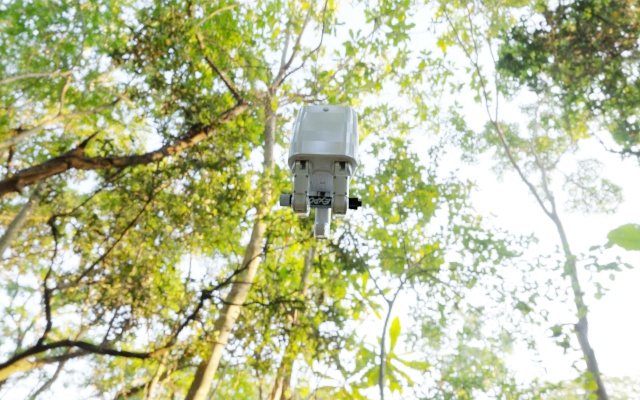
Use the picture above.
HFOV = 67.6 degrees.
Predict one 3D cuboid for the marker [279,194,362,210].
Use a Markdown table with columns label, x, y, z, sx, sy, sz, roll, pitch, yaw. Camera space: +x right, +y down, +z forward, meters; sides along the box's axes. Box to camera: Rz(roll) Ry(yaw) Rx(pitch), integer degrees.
| label | x | y | z | sx | sy | sz | roll | pitch | yaw |
| --- | --- | --- | --- | --- | --- | --- | --- | --- | --- |
| marker | 0.000 | 0.002 | 0.701 | 0.121 | 0.020 | 0.020 | 3 | 0 | 3 |
